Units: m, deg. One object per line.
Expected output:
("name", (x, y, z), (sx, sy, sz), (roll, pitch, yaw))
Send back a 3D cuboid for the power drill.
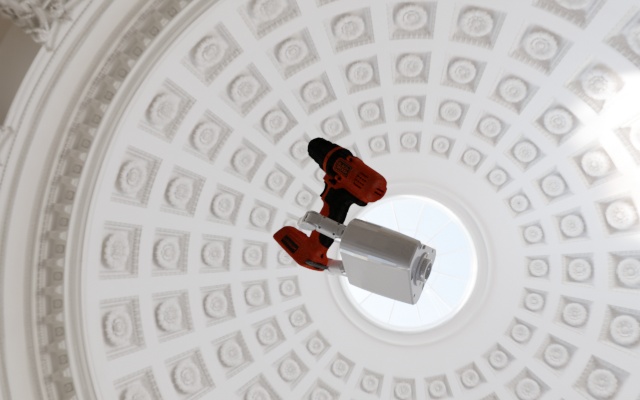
("power drill", (0.000, 0.003, 0.760), (0.057, 0.188, 0.184), (22, 13, -42))
